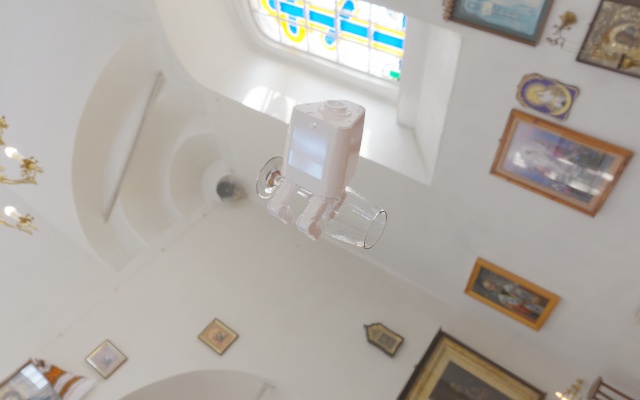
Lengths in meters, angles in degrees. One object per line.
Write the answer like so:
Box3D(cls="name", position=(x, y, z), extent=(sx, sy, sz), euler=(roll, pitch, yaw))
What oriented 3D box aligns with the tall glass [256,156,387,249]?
Box3D(cls="tall glass", position=(0.000, 0.002, 0.728), extent=(0.201, 0.079, 0.079), euler=(27, 13, 26))
